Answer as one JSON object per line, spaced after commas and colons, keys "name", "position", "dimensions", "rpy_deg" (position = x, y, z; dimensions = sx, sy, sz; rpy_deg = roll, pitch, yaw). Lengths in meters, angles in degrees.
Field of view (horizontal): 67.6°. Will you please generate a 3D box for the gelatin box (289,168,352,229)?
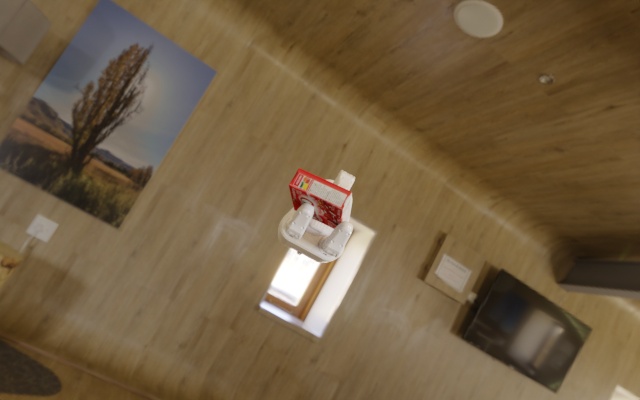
{"name": "gelatin box", "position": [0.000, 0.001, 0.610], "dimensions": [0.073, 0.030, 0.089], "rpy_deg": [25, -19, 10]}
